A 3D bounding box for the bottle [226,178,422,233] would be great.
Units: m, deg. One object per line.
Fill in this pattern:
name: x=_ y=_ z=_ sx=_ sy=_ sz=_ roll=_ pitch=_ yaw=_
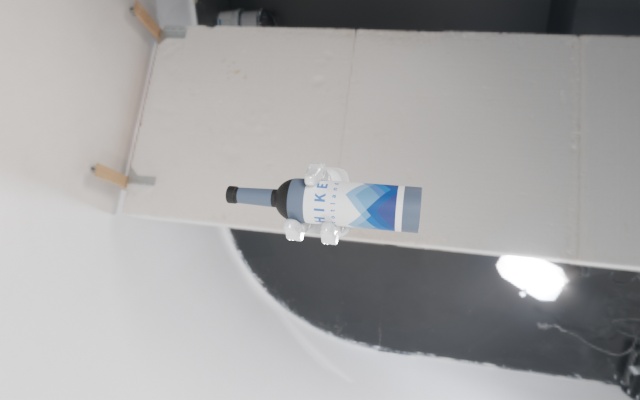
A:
bottle: x=0.000 y=0.002 z=0.717 sx=0.295 sy=0.069 sz=0.069 roll=5 pitch=1 yaw=12
